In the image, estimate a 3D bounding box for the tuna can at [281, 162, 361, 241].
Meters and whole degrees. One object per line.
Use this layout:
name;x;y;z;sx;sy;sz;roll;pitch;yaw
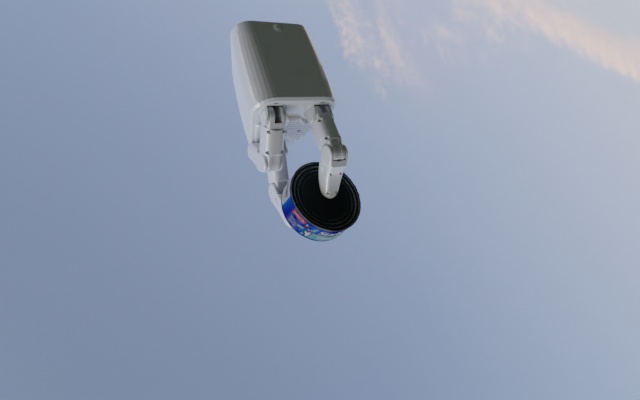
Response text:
tuna can;0.000;0.002;0.534;0.086;0.086;0.034;0;-27;-29
